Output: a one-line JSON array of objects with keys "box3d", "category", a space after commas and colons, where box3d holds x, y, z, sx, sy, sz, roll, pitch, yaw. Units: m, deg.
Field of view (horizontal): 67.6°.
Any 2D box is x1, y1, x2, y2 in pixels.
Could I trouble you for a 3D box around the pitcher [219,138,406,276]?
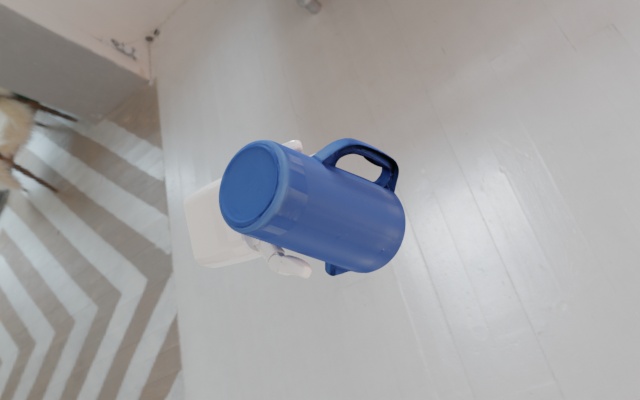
[{"box3d": [0.000, 0.002, 0.605, 0.145, 0.149, 0.243, -17, -25, 34], "category": "pitcher"}]
